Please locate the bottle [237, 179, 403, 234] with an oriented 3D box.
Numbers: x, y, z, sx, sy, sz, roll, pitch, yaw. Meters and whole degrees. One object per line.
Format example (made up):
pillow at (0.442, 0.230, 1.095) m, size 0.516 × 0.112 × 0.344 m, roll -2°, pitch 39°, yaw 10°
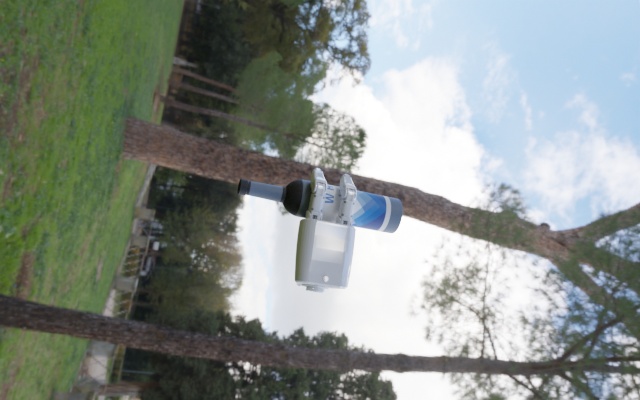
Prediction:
bottle at (0.000, 0.003, 0.853) m, size 0.296 × 0.069 × 0.069 m, roll 11°, pitch -3°, yaw -16°
